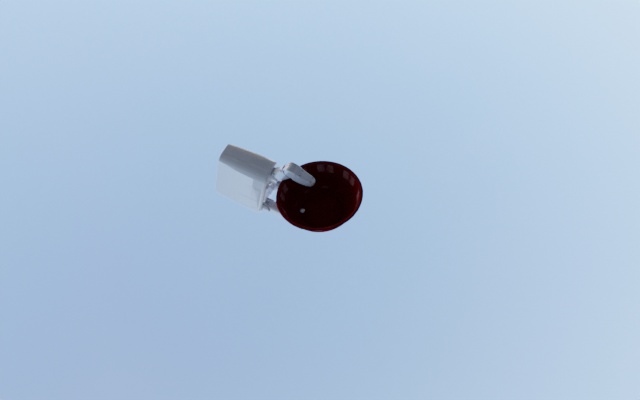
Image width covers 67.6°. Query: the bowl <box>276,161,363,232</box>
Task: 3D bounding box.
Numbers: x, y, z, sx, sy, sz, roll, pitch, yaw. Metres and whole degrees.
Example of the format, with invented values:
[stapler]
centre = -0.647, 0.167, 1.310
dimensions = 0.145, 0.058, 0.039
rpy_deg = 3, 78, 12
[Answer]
[bowl]
centre = 0.001, 0.004, 0.896
dimensions = 0.162, 0.162, 0.055
rpy_deg = 0, -37, 7
